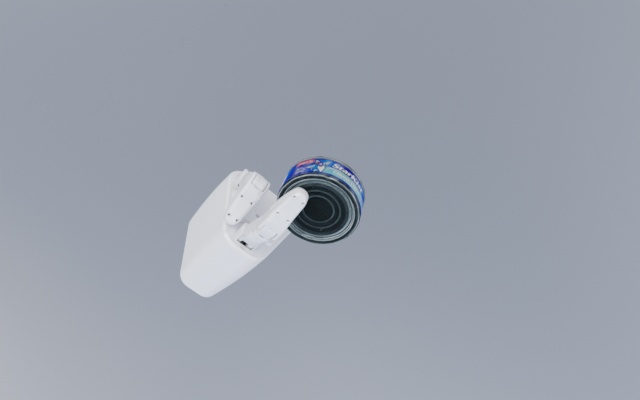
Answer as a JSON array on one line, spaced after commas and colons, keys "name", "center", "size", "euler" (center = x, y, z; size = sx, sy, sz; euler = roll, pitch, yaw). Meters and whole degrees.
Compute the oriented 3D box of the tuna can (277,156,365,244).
[{"name": "tuna can", "center": [0.000, 0.002, 0.475], "size": [0.086, 0.086, 0.033], "euler": [0, 33, 13]}]
